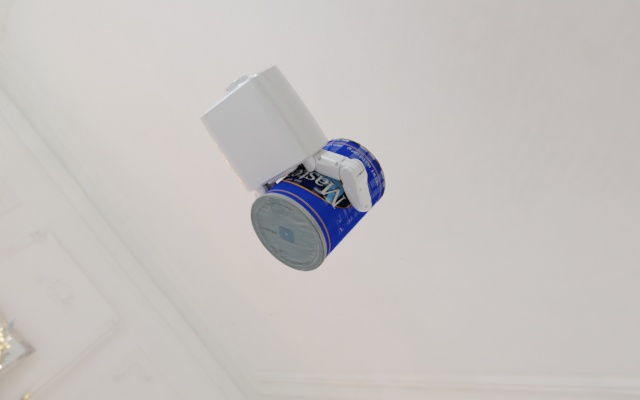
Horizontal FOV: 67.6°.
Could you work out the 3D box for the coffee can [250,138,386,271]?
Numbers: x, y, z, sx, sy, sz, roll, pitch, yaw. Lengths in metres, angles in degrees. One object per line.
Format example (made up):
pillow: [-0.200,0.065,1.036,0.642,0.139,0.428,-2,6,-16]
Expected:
coffee can: [0.000,0.002,0.574,0.103,0.103,0.140,0,32,41]
